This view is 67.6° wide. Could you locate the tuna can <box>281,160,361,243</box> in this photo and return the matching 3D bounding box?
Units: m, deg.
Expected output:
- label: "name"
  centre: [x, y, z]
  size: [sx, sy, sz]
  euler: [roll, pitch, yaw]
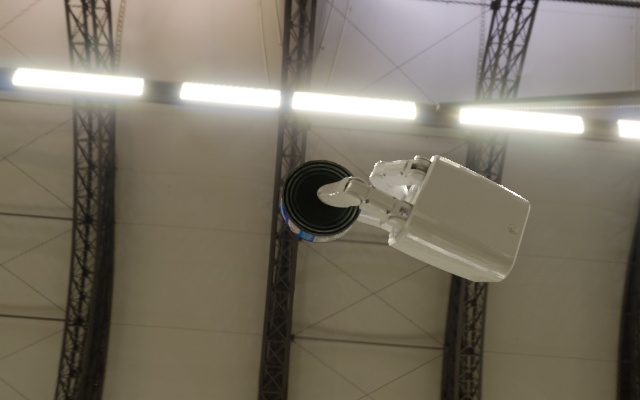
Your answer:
- label: "tuna can"
  centre: [0.000, 0.002, 0.515]
  size: [0.086, 0.086, 0.034]
  euler: [0, -21, -9]
